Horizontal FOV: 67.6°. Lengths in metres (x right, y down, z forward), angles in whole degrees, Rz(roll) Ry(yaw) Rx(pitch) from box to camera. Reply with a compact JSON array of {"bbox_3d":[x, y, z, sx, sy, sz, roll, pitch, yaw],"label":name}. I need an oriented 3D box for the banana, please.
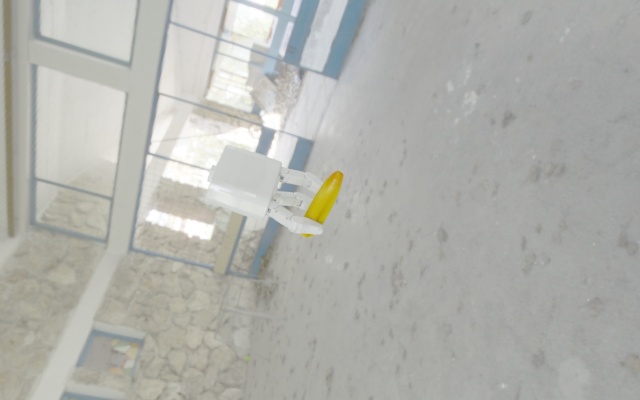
[{"bbox_3d":[-0.006,0.019,0.848,0.037,0.069,0.198,22,-31,-4],"label":"banana"}]
